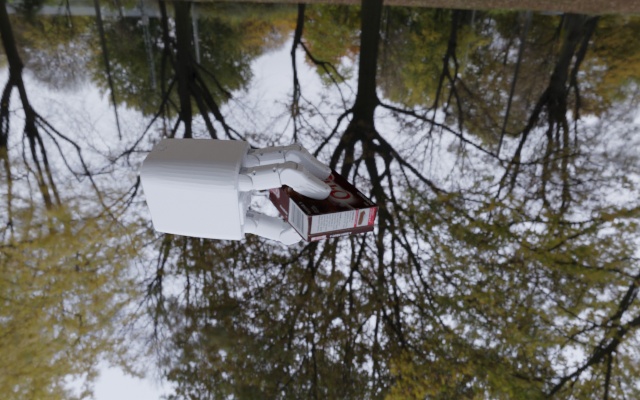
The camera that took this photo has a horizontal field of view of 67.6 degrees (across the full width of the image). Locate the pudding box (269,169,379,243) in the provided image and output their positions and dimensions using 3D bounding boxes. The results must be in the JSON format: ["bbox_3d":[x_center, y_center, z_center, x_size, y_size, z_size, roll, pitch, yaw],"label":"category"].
[{"bbox_3d":[0.000,0.002,0.562,0.090,0.039,0.113,-8,32,-26],"label":"pudding box"}]
